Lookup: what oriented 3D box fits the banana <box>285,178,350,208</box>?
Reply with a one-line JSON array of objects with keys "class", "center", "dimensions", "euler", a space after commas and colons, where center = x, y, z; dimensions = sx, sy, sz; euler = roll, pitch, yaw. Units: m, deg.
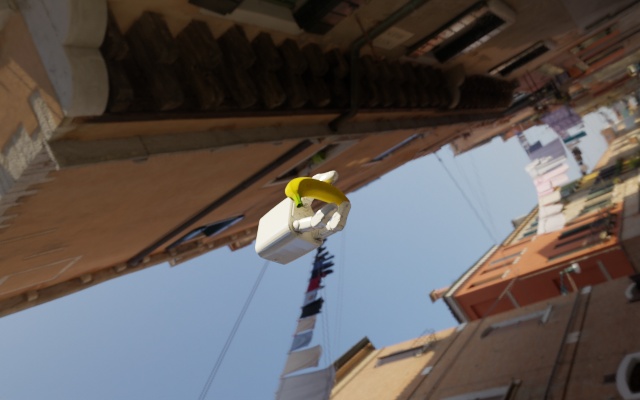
[{"class": "banana", "center": [-0.011, -0.013, 0.896], "dimensions": [0.037, 0.069, 0.198], "euler": [-38, -17, 26]}]
